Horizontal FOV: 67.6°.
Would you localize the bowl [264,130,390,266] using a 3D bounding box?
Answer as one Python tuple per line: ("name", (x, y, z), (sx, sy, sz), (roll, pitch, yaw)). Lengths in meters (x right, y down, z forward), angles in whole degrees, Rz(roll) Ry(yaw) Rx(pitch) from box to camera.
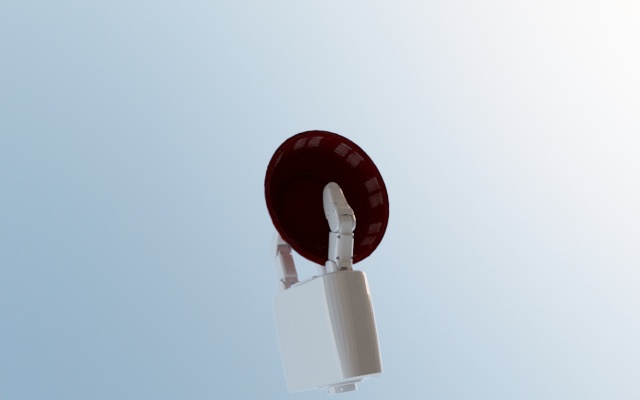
("bowl", (0.000, 0.001, 0.559), (0.162, 0.162, 0.055), (0, -16, -29))
